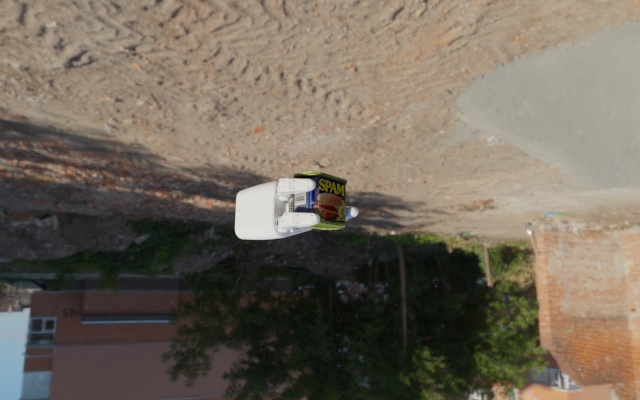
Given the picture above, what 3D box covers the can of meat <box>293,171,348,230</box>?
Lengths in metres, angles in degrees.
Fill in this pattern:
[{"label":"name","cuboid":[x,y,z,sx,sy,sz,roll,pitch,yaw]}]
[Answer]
[{"label":"can of meat","cuboid":[0.000,0.003,0.804,0.057,0.084,0.102,-8,-13,38]}]
